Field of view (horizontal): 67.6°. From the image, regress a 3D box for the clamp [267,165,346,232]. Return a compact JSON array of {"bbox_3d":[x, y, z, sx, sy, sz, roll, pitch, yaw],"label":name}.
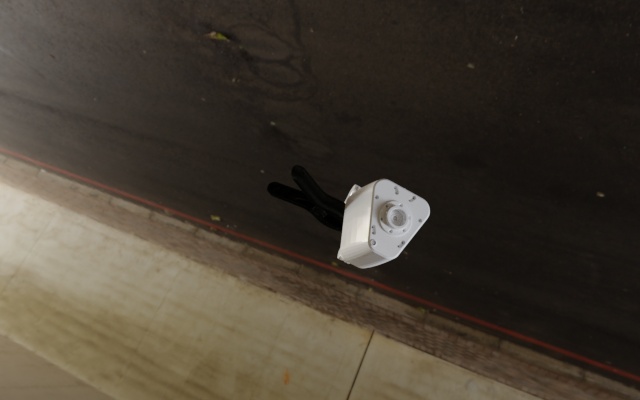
[{"bbox_3d":[0.000,0.003,0.775,0.171,0.039,0.120,28,-18,-9],"label":"clamp"}]
